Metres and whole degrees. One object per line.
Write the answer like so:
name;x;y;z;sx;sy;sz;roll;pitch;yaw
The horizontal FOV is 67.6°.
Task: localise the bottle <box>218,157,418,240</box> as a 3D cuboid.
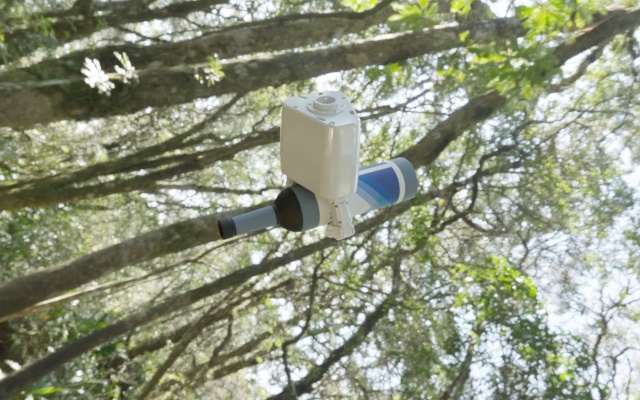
bottle;0.000;0.002;0.679;0.295;0.069;0.069;-16;6;-23
